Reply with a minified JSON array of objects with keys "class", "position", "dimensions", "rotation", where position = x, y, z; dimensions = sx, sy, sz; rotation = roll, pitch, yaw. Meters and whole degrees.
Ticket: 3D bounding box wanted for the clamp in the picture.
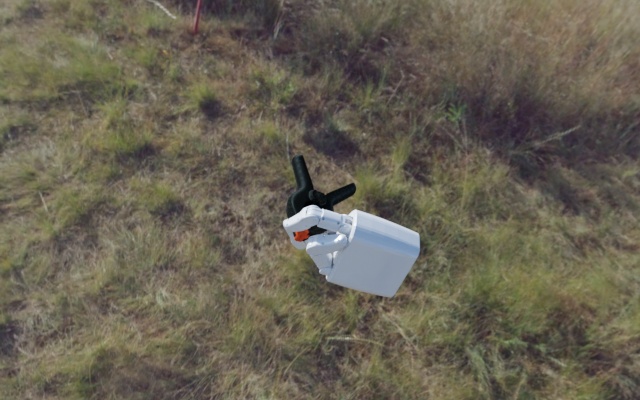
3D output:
[{"class":"clamp","position":[0.000,0.002,0.767],"dimensions":[0.120,0.171,0.039],"rotation":[18,-44,-10]}]
